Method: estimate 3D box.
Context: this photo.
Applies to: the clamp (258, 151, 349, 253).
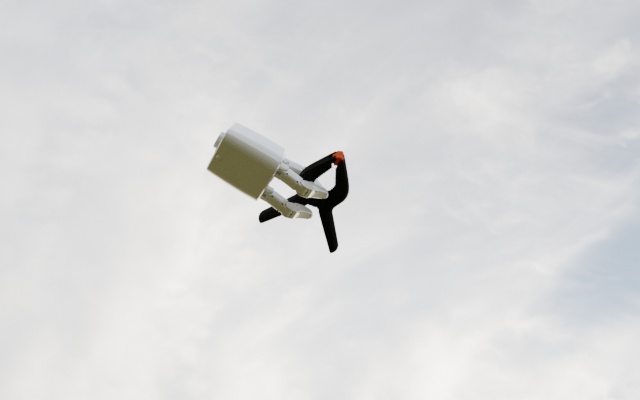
[{"bbox_3d":[0.000,0.002,0.879,0.164,0.210,0.036,29,32,-12],"label":"clamp"}]
